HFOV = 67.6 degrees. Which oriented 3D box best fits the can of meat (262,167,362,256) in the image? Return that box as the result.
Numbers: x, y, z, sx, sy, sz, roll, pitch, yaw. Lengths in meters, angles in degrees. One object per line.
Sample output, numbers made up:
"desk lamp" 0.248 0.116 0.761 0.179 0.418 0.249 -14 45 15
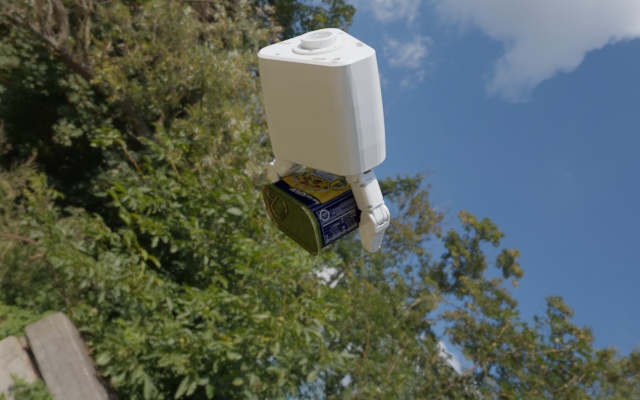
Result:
"can of meat" 0.000 0.002 0.507 0.084 0.057 0.102 -28 35 -25
